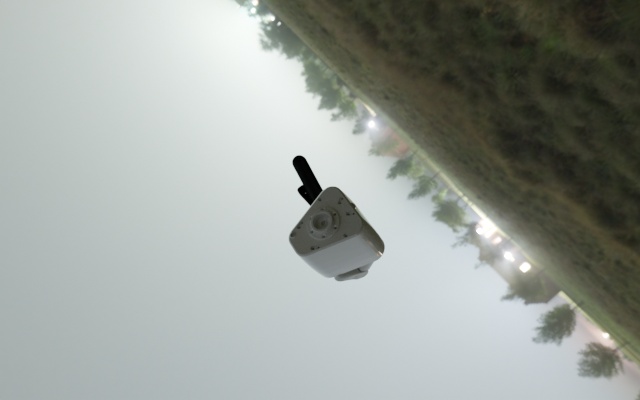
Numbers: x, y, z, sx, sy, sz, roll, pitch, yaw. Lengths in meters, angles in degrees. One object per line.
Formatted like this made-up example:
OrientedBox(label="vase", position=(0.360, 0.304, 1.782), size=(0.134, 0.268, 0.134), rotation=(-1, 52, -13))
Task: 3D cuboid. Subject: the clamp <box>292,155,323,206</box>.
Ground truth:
OrientedBox(label="clamp", position=(0.000, 0.003, 0.814), size=(0.039, 0.171, 0.120), rotation=(-34, -32, -8))
